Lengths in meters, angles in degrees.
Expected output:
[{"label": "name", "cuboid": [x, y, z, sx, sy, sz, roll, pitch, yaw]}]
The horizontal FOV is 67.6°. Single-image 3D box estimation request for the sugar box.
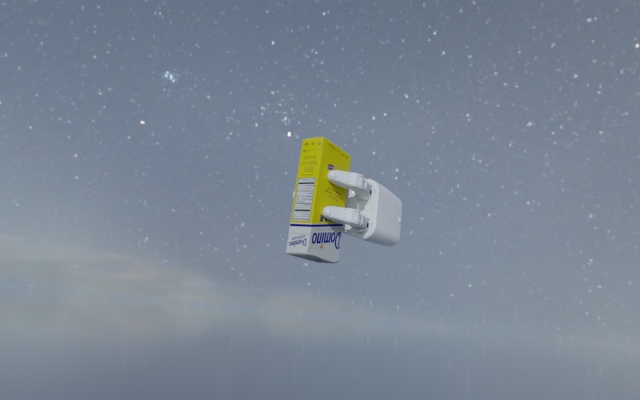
[{"label": "sugar box", "cuboid": [0.001, 0.002, 0.723, 0.048, 0.176, 0.093, -3, -15, 32]}]
